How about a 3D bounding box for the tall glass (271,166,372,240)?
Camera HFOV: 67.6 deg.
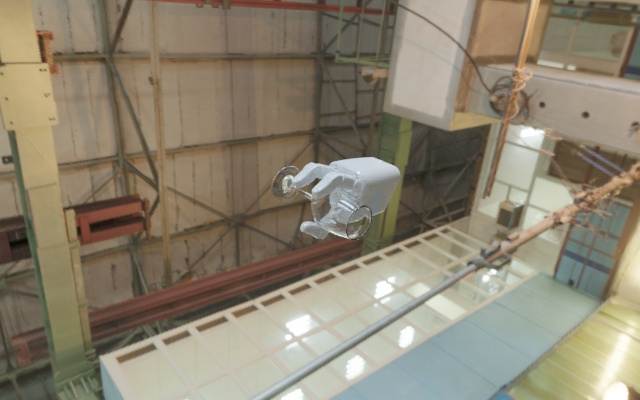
[{"bbox_3d":[0.000,0.003,0.859,0.079,0.079,0.201,0,21,-44],"label":"tall glass"}]
